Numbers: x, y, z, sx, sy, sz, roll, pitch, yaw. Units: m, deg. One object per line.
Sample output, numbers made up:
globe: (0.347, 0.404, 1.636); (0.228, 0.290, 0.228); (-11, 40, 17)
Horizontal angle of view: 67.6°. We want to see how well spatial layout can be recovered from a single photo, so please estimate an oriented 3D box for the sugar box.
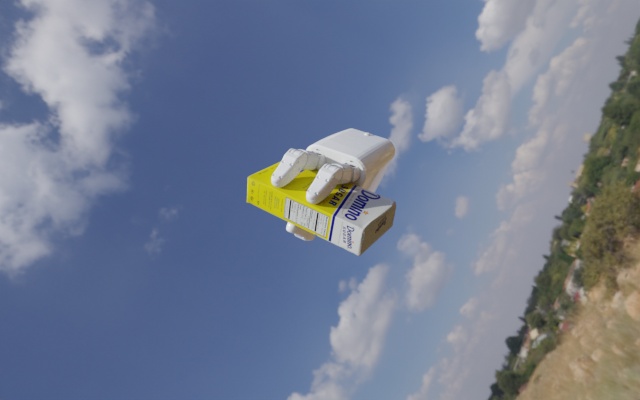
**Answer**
sugar box: (0.000, 0.001, 0.619); (0.176, 0.048, 0.093); (21, 32, 26)
